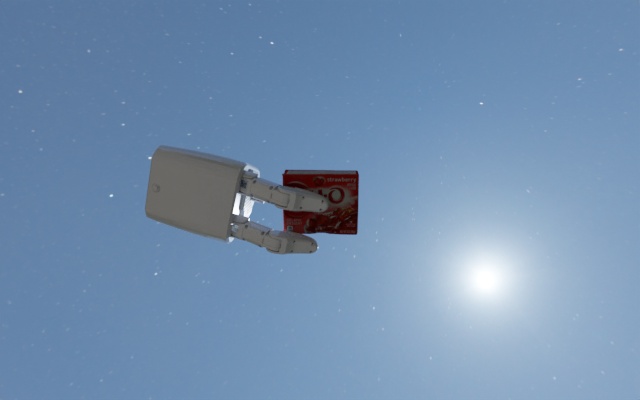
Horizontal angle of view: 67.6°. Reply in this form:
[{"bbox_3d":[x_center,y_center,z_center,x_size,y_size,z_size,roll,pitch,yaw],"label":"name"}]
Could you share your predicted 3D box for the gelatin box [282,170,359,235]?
[{"bbox_3d":[0.000,0.002,0.562,0.089,0.073,0.030,1,15,3],"label":"gelatin box"}]
